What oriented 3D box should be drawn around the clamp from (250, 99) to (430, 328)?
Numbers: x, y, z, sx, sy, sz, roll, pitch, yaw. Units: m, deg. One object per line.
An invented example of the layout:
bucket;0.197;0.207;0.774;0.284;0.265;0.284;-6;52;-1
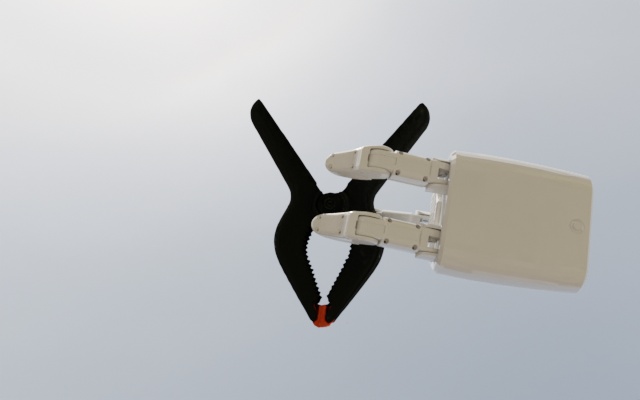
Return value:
clamp;0.000;0.002;0.421;0.164;0.210;0.036;9;-14;10
